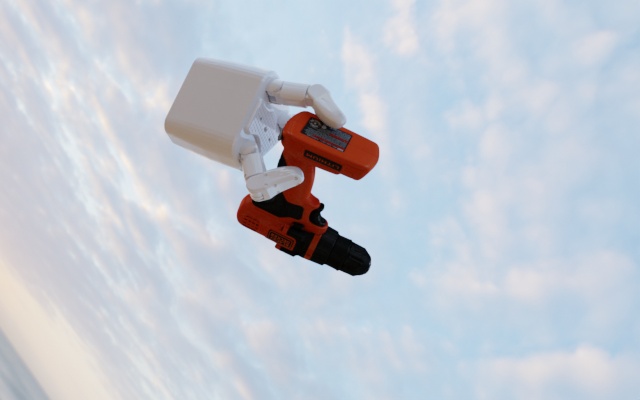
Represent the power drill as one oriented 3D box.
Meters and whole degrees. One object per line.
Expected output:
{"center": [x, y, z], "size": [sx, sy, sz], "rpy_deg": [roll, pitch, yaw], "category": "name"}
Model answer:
{"center": [0.000, 0.001, 0.562], "size": [0.184, 0.188, 0.057], "rpy_deg": [24, 42, 0], "category": "power drill"}
